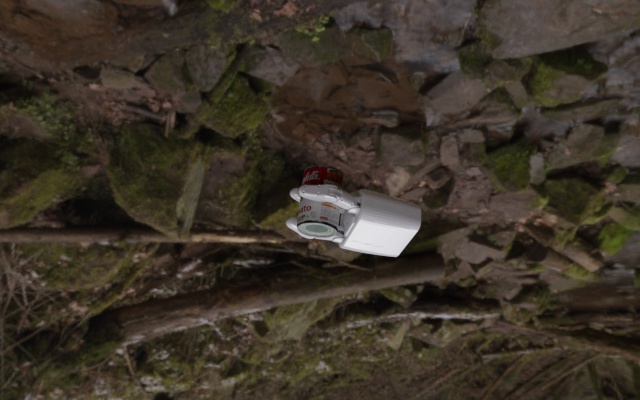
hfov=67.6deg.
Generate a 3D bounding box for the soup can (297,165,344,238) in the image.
[{"bbox_3d":[0.000,0.003,0.776,0.068,0.102,0.068,6,-25,3],"label":"soup can"}]
